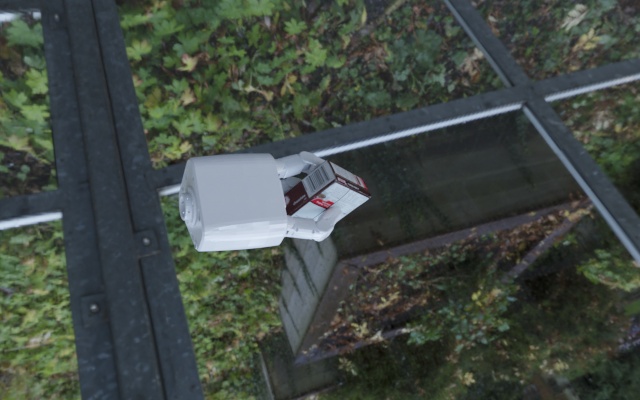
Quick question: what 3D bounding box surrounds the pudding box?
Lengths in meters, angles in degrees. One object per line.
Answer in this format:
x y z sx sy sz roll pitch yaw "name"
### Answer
0.000 0.002 0.664 0.113 0.039 0.090 -36 -33 24 "pudding box"
